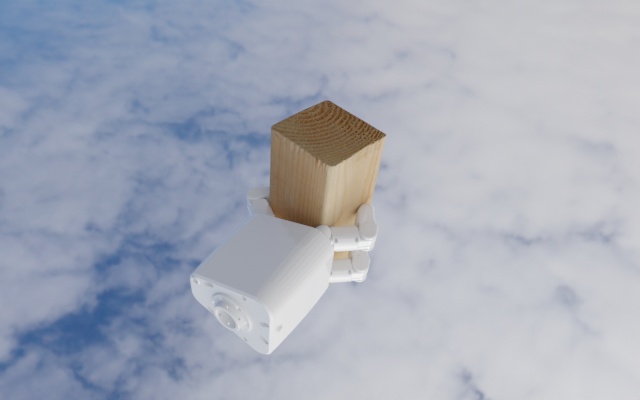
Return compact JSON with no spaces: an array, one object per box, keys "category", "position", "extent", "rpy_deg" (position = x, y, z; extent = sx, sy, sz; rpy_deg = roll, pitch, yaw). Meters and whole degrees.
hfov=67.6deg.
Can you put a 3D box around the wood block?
[{"category":"wood block","position":[0.000,0.002,0.564],"extent":[0.090,0.206,0.090],"rpy_deg":[36,50,27]}]
